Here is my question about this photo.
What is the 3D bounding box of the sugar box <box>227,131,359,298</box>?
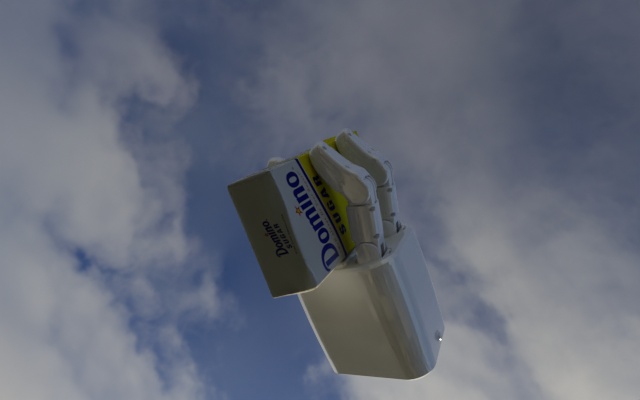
[{"bbox_3d":[0.001,0.001,0.411,0.048,0.093,0.176,-17,10,26],"label":"sugar box"}]
